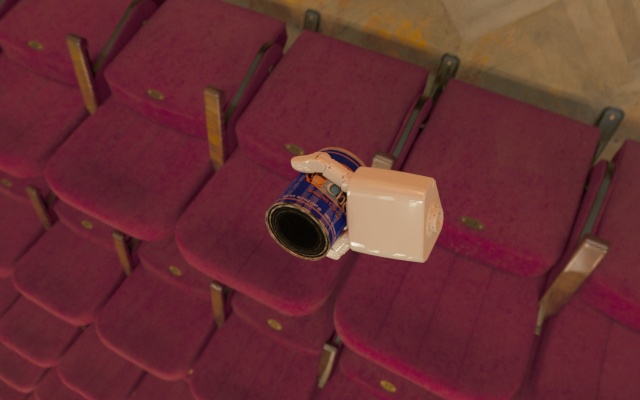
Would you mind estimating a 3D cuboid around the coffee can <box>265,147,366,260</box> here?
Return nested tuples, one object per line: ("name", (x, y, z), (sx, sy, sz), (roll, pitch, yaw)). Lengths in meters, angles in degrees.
("coffee can", (0.000, 0.002, 0.695), (0.103, 0.103, 0.140), (0, 37, 36))
